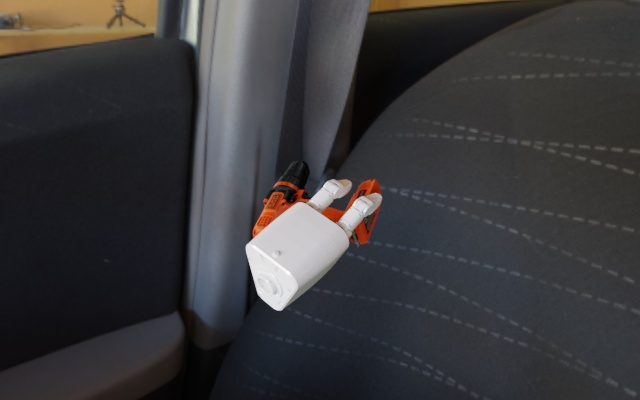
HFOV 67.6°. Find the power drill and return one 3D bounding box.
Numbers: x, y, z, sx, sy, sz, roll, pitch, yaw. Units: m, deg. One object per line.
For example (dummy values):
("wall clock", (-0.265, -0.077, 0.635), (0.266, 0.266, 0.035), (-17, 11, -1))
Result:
("power drill", (0.000, 0.003, 0.778), (0.187, 0.184, 0.057), (1, -42, 26))
